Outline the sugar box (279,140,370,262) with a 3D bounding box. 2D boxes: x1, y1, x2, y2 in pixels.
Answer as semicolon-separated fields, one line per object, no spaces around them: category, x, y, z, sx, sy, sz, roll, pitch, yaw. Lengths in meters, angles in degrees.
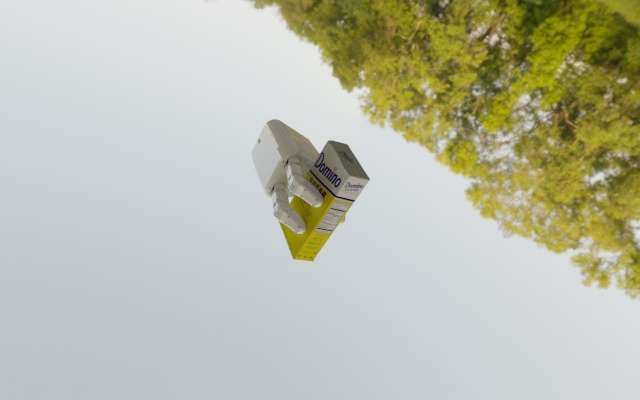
sugar box;0.000;0.002;0.743;0.048;0.176;0.093;10;35;-32
